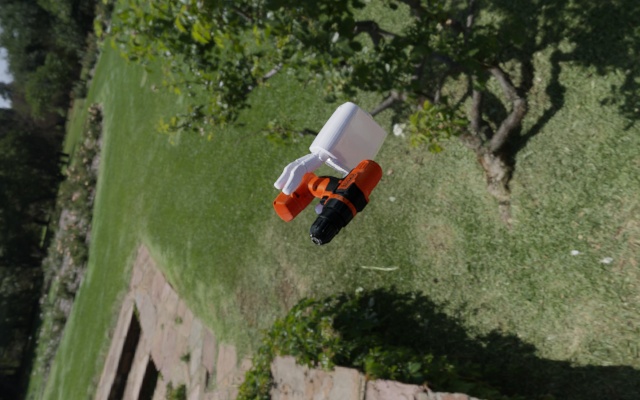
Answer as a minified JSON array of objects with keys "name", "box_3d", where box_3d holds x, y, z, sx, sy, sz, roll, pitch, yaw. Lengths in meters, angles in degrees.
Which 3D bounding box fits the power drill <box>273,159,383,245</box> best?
[{"name":"power drill","box_3d":[0.000,0.003,0.844,0.187,0.057,0.184,2,43,49]}]
